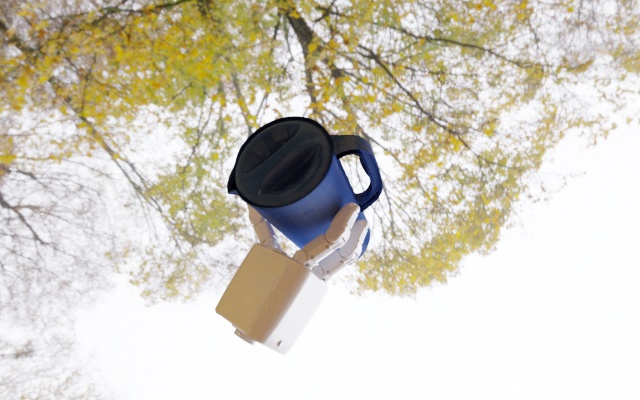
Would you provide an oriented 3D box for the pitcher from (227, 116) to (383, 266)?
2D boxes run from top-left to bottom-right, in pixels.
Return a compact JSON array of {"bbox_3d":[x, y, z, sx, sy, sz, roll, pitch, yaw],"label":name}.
[{"bbox_3d":[0.000,0.002,0.665,0.149,0.145,0.243,24,-17,32],"label":"pitcher"}]
